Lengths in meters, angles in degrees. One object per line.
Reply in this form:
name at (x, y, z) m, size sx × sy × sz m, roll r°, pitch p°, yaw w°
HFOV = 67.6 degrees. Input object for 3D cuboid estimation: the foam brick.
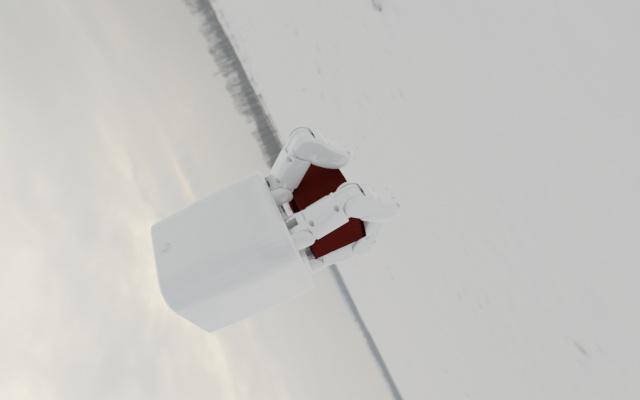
foam brick at (0.000, 0.001, 0.433) m, size 0.051 × 0.053 × 0.078 m, roll -23°, pitch 45°, yaw -6°
